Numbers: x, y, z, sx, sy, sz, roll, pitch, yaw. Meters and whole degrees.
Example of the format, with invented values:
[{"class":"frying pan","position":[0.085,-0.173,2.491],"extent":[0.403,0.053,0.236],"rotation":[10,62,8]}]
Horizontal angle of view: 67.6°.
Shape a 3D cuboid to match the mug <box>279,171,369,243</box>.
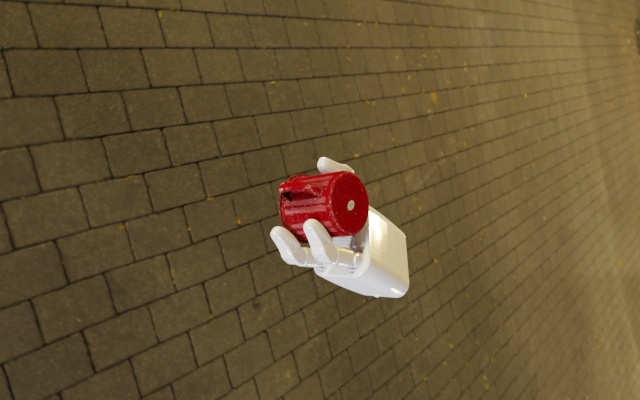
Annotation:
[{"class":"mug","position":[-0.001,0.001,0.602],"extent":[0.081,0.093,0.117],"rotation":[-7,-29,42]}]
